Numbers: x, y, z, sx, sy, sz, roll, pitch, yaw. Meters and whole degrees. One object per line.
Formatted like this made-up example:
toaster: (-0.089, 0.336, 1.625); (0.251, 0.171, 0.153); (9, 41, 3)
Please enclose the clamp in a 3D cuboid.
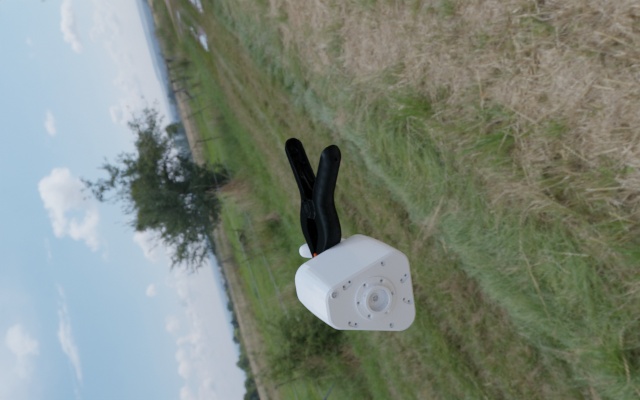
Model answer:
clamp: (0.000, 0.002, 0.604); (0.039, 0.171, 0.120); (-16, 10, -20)
